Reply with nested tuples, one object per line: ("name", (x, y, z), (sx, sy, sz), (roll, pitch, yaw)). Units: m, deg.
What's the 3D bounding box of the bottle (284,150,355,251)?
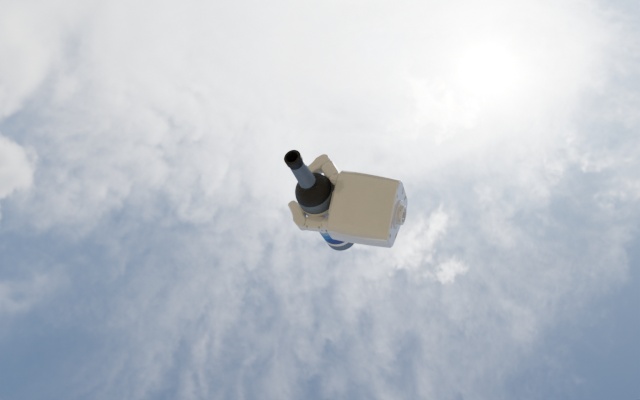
("bottle", (0.000, 0.003, 0.839), (0.069, 0.069, 0.296), (0, -28, 19))
